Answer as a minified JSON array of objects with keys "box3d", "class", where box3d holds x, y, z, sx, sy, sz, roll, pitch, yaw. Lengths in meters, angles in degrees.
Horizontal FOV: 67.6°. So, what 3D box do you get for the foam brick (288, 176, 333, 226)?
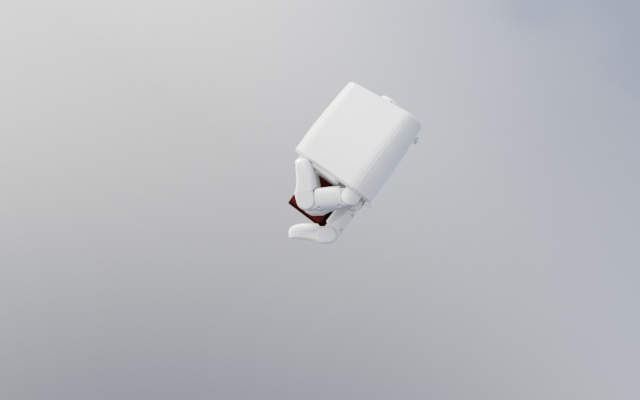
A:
[{"box3d":[0.000,0.002,0.620,0.053,0.051,0.078,36,-1,10],"class":"foam brick"}]
